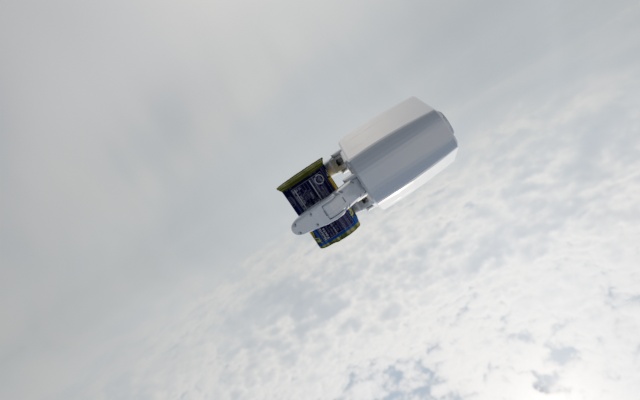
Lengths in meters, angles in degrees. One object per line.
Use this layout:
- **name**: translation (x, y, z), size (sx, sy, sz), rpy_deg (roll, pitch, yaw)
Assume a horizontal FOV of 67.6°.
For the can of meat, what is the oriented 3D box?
- **can of meat**: translation (0.000, 0.002, 0.542), size (0.057, 0.084, 0.102), rpy_deg (-34, 5, 5)
